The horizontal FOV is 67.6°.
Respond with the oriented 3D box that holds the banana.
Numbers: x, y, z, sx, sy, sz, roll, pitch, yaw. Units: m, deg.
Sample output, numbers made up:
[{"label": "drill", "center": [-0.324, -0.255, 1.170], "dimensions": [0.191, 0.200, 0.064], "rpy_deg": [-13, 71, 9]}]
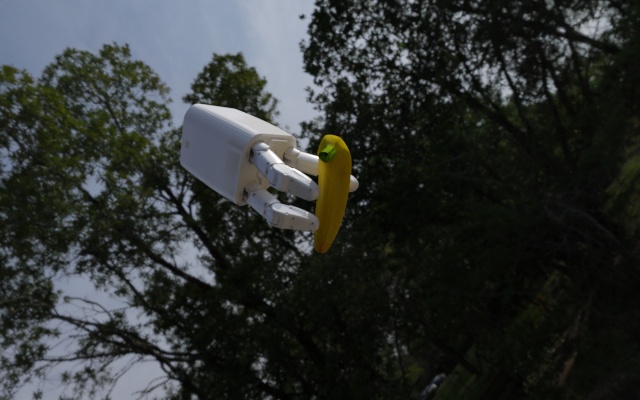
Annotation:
[{"label": "banana", "center": [0.010, -0.013, 0.564], "dimensions": [0.037, 0.069, 0.198], "rpy_deg": [25, -32, 18]}]
